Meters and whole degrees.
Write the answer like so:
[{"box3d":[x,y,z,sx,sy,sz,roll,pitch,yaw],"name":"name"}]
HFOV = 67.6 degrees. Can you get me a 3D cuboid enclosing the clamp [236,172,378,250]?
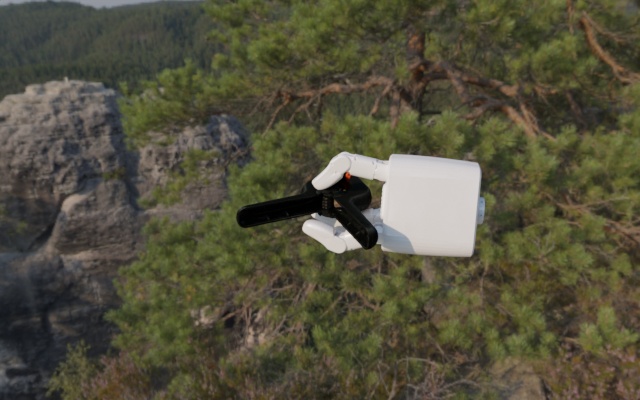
[{"box3d":[0.000,0.001,0.605,0.164,0.036,0.210,7,20,10],"name":"clamp"}]
